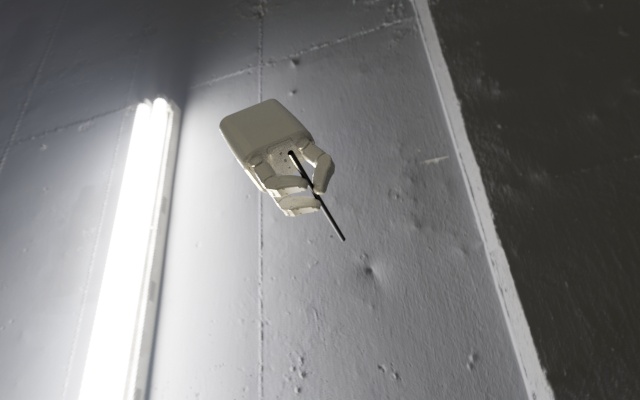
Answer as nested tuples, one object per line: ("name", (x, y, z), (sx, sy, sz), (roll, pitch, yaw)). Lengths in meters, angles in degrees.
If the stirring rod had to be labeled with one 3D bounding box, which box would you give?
("stirring rod", (0.000, 0.002, 0.691), (0.011, 0.011, 0.240), (0, -31, 21))
